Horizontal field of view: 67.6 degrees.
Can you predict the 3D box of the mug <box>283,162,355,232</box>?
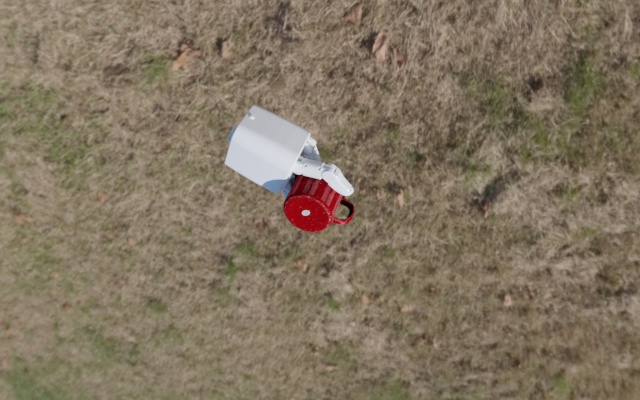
[{"bbox_3d":[0.001,0.003,0.777,0.117,0.081,0.093,28,-45,-4],"label":"mug"}]
